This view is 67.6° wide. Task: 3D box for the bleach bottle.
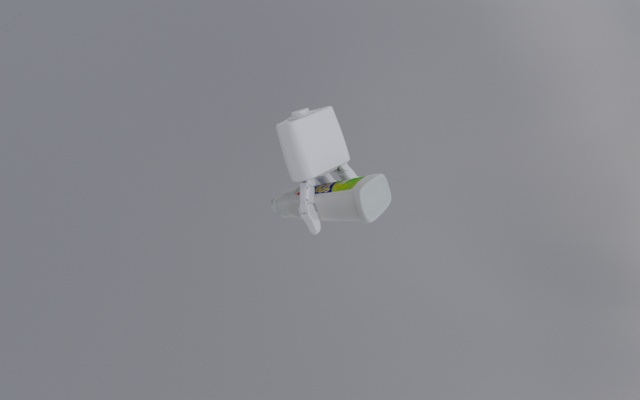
[{"bbox_3d":[0.000,0.003,0.890,0.251,0.068,0.102,-6,20,38],"label":"bleach bottle"}]
